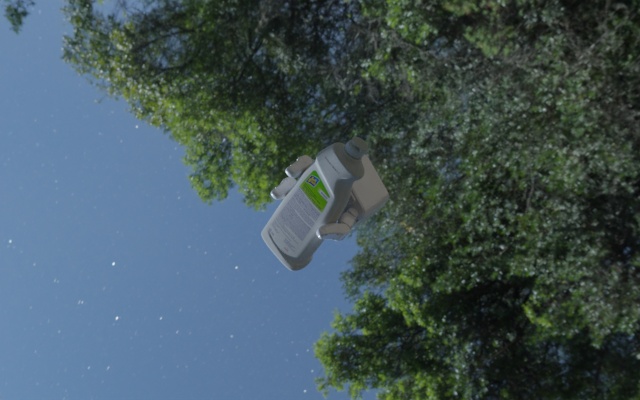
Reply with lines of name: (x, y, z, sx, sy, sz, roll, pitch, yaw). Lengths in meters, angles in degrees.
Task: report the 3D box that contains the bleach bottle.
bleach bottle: (0.000, 0.002, 0.769, 0.068, 0.102, 0.251, -27, -20, -52)
